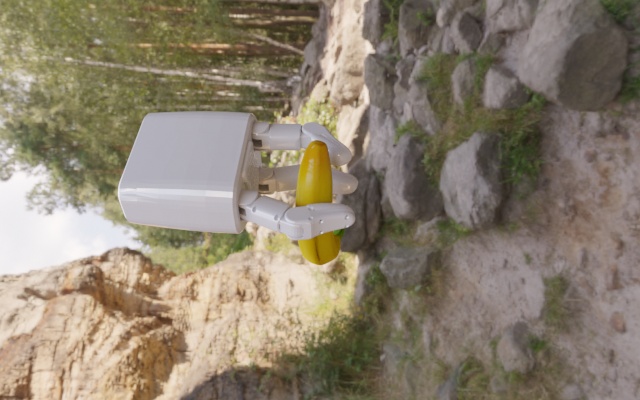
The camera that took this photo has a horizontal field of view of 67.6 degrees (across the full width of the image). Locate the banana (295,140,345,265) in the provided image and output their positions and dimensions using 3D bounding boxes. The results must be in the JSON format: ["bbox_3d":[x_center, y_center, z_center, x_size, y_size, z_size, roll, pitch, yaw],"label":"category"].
[{"bbox_3d":[-0.002,0.020,0.474,0.037,0.069,0.198,5,-26,9],"label":"banana"}]
